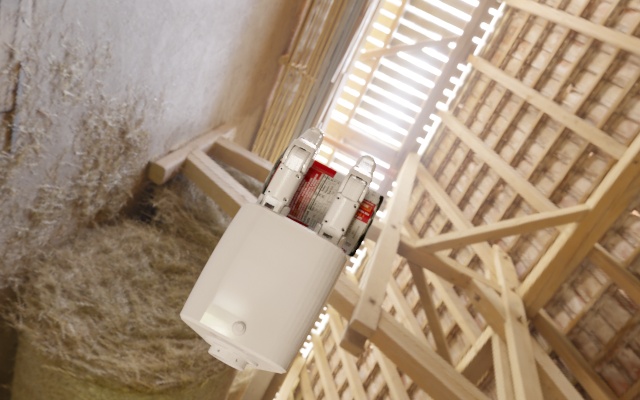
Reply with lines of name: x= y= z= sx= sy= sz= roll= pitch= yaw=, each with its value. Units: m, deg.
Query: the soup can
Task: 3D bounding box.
soup can: x=0.001 y=0.001 z=0.453 sx=0.102 sy=0.068 sz=0.068 roll=28 pitch=1 yaw=3
